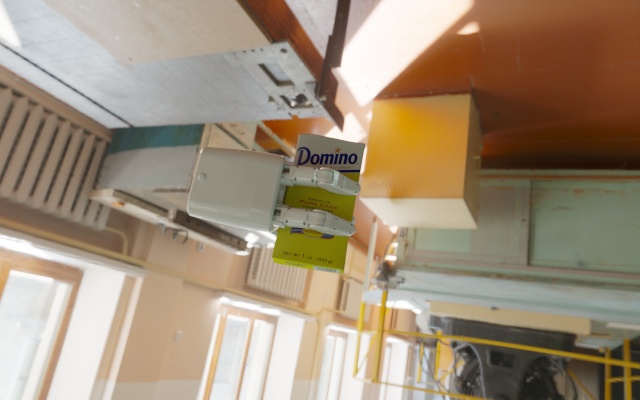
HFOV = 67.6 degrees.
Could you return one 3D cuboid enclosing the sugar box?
[{"bbox_3d":[0.000,0.002,0.628,0.093,0.176,0.048,10,-16,3],"label":"sugar box"}]
